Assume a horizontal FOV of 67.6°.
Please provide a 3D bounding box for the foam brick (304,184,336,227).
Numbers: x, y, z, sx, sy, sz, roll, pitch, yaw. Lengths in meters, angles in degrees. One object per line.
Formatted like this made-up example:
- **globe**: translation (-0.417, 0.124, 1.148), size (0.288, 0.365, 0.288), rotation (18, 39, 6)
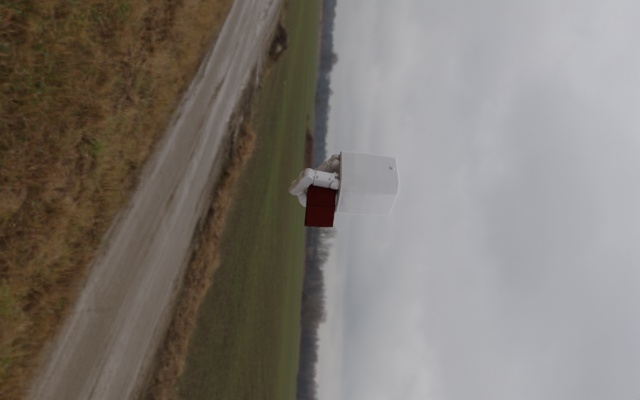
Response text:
- **foam brick**: translation (0.000, 0.003, 0.852), size (0.051, 0.053, 0.078), rotation (5, 44, -2)
